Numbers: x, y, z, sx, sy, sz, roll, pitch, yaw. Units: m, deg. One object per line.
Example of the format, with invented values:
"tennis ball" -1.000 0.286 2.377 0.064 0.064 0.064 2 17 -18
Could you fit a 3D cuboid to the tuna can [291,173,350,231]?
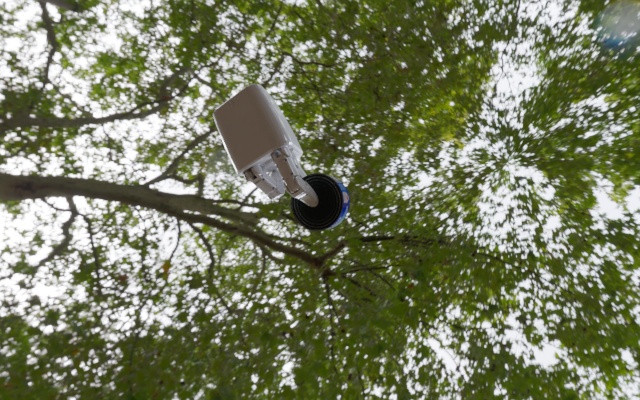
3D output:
"tuna can" 0.000 0.002 0.724 0.086 0.086 0.034 0 -1 24
